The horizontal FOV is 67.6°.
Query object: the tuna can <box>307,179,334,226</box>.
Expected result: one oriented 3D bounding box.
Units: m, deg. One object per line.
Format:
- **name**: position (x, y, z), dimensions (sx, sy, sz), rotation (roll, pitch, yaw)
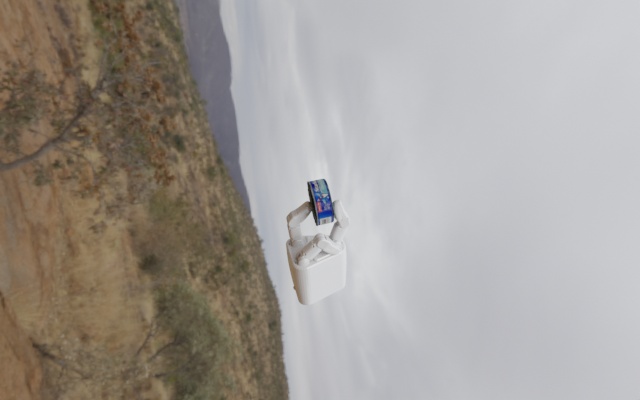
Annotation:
- **tuna can**: position (0.001, 0.003, 0.891), dimensions (0.034, 0.086, 0.086), rotation (-12, 1, -6)
